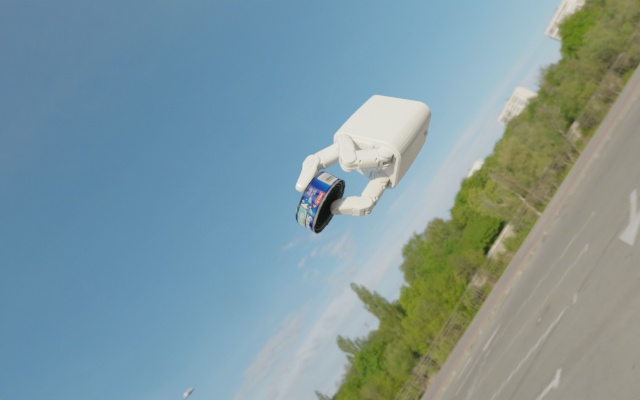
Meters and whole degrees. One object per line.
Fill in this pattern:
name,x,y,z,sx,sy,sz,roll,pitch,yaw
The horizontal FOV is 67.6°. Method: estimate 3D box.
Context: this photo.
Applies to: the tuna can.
tuna can,0.000,0.002,0.682,0.033,0.086,0.086,28,8,16
